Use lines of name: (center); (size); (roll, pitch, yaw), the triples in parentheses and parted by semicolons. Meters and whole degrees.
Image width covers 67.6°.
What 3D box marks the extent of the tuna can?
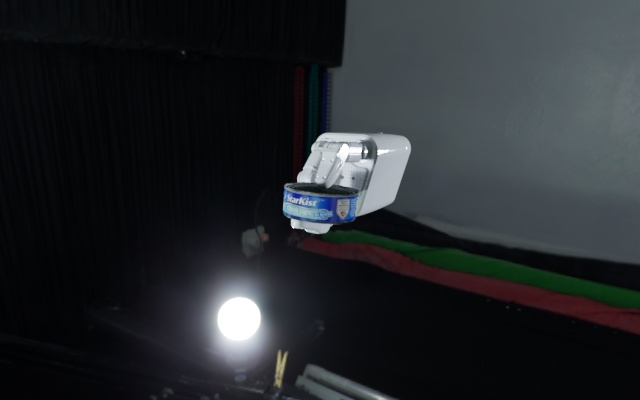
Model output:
tuna can: (0.000, 0.002, 0.544); (0.086, 0.034, 0.086); (5, 10, -1)
